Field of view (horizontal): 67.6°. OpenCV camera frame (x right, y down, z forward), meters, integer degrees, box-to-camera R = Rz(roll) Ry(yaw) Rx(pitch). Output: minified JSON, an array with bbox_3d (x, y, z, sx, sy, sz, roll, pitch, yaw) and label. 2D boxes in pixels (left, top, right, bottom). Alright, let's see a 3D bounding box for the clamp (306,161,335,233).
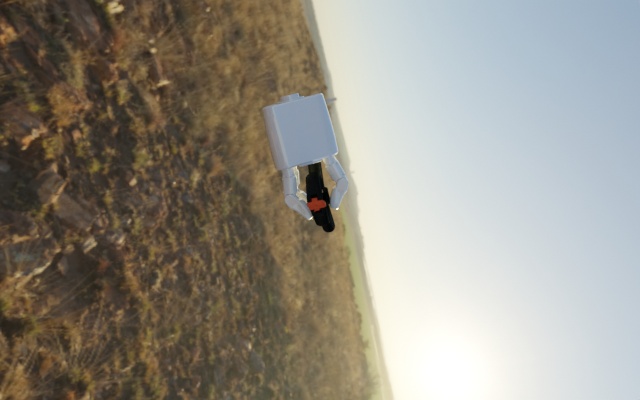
[{"bbox_3d":[0.001,0.003,0.857,0.036,0.164,0.210,-13,14,4],"label":"clamp"}]
